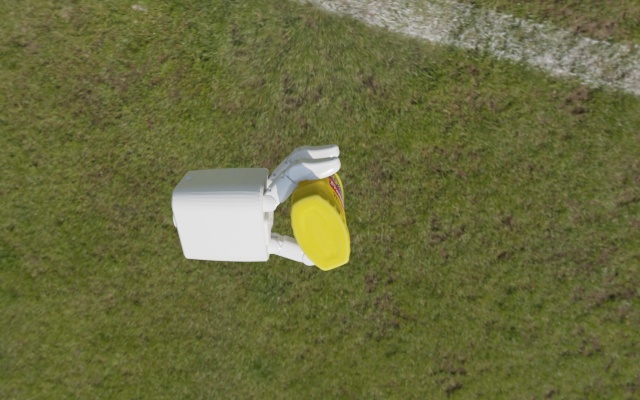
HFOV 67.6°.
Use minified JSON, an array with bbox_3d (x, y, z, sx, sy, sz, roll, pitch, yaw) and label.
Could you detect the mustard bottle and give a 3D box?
[{"bbox_3d":[0.000,0.002,0.610,0.058,0.096,0.191,-23,21,9],"label":"mustard bottle"}]
